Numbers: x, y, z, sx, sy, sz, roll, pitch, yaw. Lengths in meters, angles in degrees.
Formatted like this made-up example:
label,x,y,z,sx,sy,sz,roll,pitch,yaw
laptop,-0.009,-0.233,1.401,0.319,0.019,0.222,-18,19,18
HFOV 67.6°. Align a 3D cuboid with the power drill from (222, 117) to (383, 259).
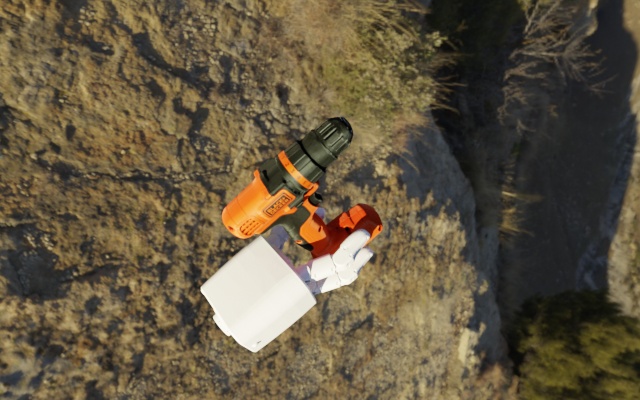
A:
label,x,y,z,sx,sy,sz,roll,pitch,yaw
power drill,0.000,0.002,0.591,0.184,0.057,0.188,-39,-45,12
